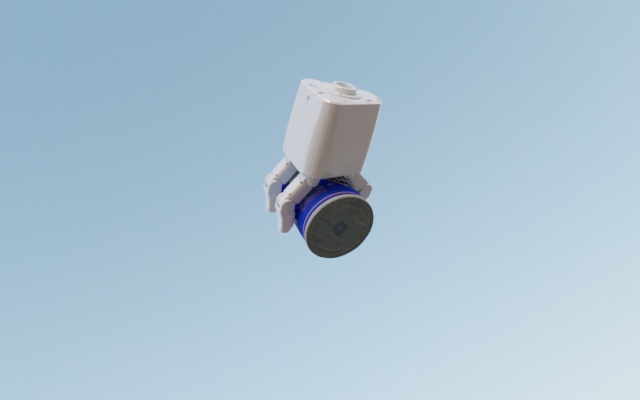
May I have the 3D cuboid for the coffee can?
[{"bbox_3d":[0.000,0.003,0.701,0.103,0.103,0.140,0,31,-28],"label":"coffee can"}]
